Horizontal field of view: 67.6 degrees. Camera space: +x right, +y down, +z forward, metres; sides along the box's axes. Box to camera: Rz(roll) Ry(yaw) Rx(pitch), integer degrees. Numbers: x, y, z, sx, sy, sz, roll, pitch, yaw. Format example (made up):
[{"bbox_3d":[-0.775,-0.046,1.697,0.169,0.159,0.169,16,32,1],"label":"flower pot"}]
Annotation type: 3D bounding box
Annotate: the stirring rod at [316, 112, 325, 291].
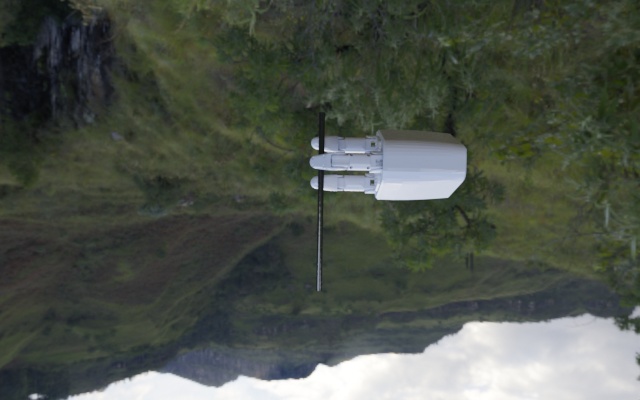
[{"bbox_3d":[0.000,0.002,0.645,0.011,0.239,0.011,1,2,0],"label":"stirring rod"}]
